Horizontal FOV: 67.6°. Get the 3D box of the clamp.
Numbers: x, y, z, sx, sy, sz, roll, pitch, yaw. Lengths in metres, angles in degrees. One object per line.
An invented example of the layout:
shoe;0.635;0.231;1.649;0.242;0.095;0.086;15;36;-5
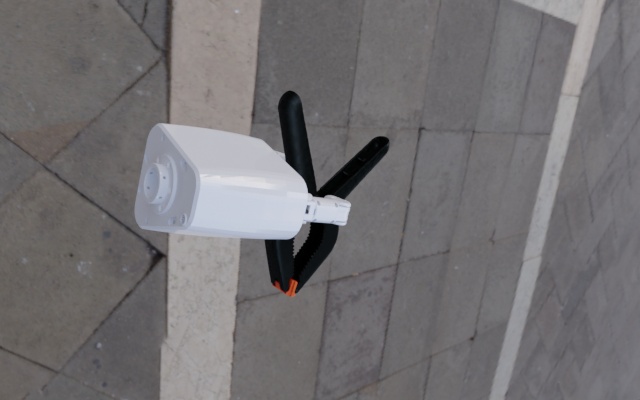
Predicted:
clamp;0.000;0.002;0.523;0.164;0.210;0.036;7;11;-43
